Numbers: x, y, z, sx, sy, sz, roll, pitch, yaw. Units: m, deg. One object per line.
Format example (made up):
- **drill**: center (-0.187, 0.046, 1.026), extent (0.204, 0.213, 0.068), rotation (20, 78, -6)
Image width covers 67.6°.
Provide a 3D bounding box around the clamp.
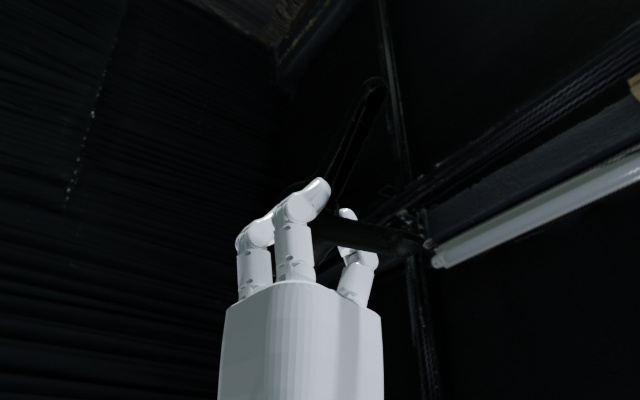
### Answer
- **clamp**: center (0.000, 0.002, 0.416), extent (0.036, 0.164, 0.210), rotation (21, -36, -31)
